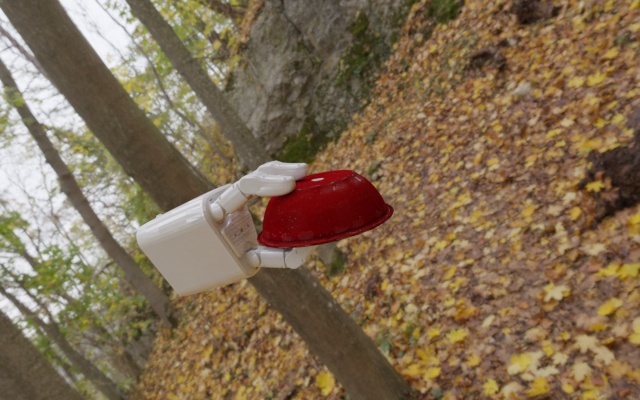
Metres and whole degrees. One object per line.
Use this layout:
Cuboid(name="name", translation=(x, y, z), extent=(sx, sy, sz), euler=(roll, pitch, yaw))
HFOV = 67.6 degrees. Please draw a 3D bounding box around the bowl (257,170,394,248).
Cuboid(name="bowl", translation=(0.001, 0.001, 0.550), extent=(0.162, 0.055, 0.162), euler=(-11, 11, 2))
